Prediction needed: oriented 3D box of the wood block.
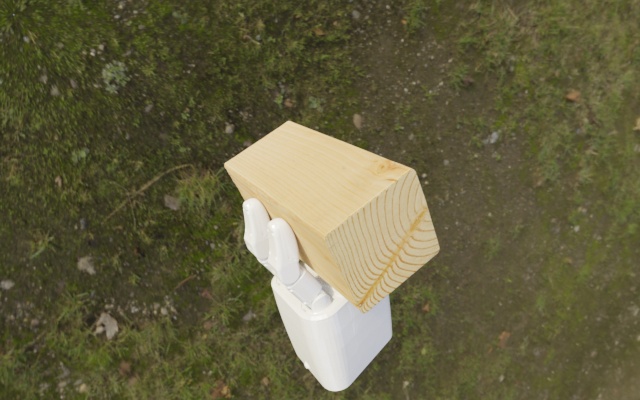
[{"bbox_3d":[0.001,0.002,0.452,0.091,0.090,0.206,-36,34,-16],"label":"wood block"}]
